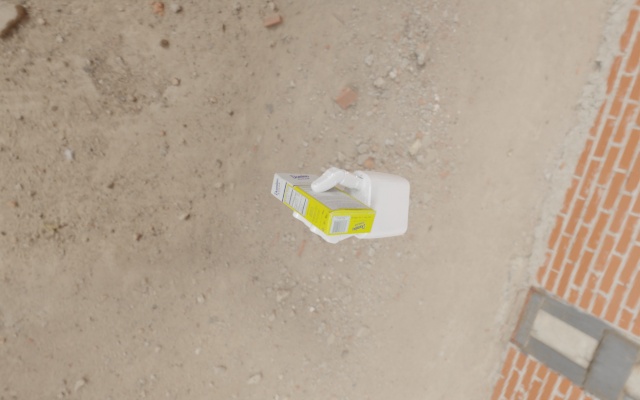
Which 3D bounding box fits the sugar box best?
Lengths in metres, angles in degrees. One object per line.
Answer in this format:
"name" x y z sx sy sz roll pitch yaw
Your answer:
"sugar box" 0.000 0.003 0.800 0.093 0.048 0.176 0 19 -37
